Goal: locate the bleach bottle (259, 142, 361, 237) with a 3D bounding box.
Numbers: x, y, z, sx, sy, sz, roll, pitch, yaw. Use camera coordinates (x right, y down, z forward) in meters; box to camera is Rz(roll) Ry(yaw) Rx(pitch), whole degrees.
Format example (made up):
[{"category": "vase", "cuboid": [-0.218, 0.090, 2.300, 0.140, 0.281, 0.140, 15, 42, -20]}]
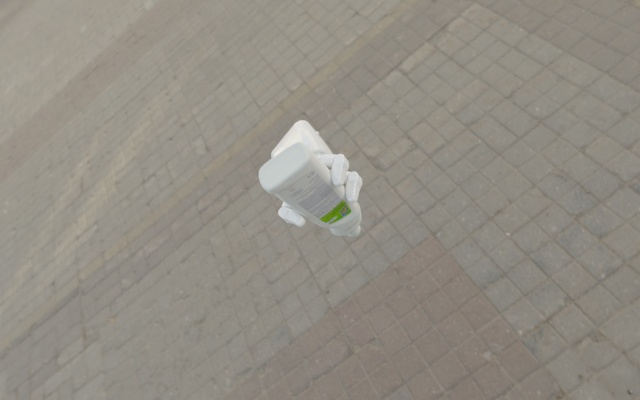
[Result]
[{"category": "bleach bottle", "cuboid": [0.000, 0.003, 0.875, 0.102, 0.068, 0.251, -36, -44, 8]}]
